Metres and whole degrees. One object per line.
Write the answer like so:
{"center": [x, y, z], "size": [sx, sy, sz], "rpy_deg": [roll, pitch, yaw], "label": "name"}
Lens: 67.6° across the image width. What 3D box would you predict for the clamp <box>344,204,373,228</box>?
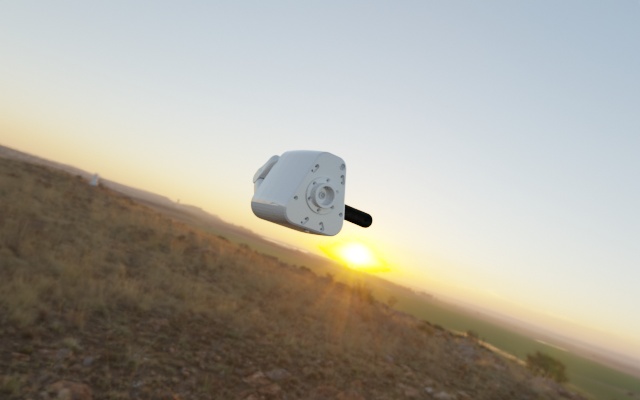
{"center": [0.000, 0.002, 0.759], "size": [0.171, 0.039, 0.120], "rpy_deg": [21, -7, -30], "label": "clamp"}
